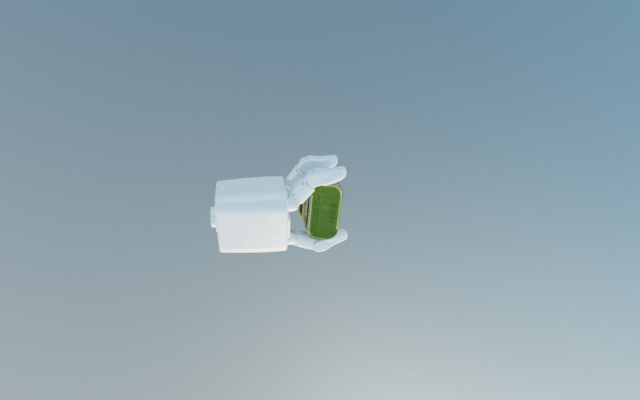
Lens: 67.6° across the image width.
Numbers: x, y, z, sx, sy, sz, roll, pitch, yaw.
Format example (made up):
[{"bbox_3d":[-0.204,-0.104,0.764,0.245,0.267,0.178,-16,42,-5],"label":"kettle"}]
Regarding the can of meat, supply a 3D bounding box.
[{"bbox_3d":[0.000,0.003,0.766,0.057,0.102,0.084,1,23,-10],"label":"can of meat"}]
